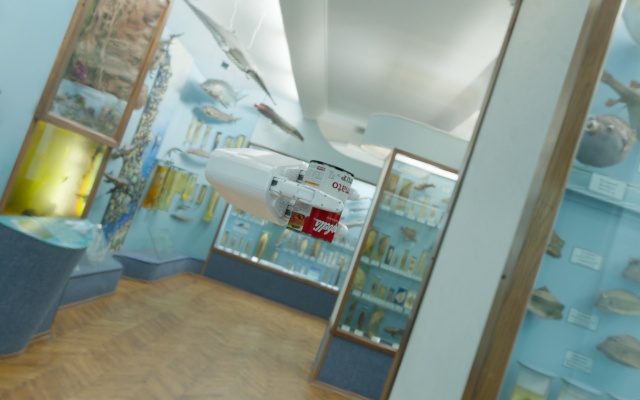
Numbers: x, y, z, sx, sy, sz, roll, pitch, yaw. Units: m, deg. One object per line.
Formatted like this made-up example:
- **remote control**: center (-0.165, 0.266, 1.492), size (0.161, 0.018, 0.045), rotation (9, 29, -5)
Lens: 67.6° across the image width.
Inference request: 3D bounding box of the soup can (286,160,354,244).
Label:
- **soup can**: center (0.001, 0.002, 0.666), size (0.068, 0.102, 0.068), rotation (19, -3, 1)
